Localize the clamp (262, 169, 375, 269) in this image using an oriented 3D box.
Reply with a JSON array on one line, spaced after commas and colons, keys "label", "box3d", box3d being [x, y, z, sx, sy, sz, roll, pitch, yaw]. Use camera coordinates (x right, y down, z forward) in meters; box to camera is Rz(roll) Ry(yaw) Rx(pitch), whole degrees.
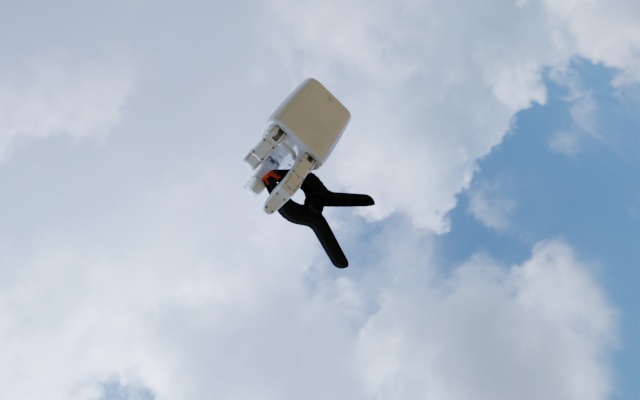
[{"label": "clamp", "box3d": [0.000, 0.002, 0.679, 0.171, 0.120, 0.039, 42, -33, -14]}]
